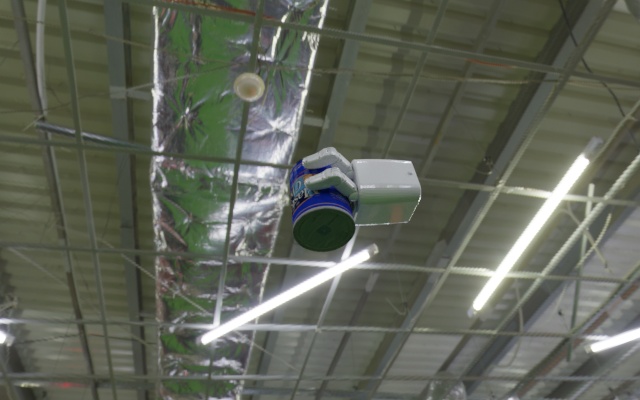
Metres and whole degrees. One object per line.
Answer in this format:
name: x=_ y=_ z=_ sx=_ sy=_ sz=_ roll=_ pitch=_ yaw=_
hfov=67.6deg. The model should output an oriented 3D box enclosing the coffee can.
coffee can: x=0.000 y=0.003 z=0.822 sx=0.103 sy=0.103 sz=0.140 roll=0 pitch=43 yaw=-7
